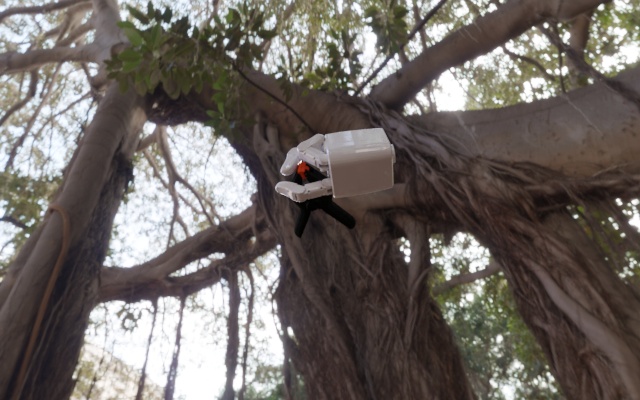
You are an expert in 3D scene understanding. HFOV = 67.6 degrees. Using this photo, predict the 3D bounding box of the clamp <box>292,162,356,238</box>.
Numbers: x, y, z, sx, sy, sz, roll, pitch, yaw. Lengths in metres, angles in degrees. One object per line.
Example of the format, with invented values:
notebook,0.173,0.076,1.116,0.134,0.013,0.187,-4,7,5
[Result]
clamp,0.000,0.002,0.879,0.120,0.172,0.039,-8,44,2
